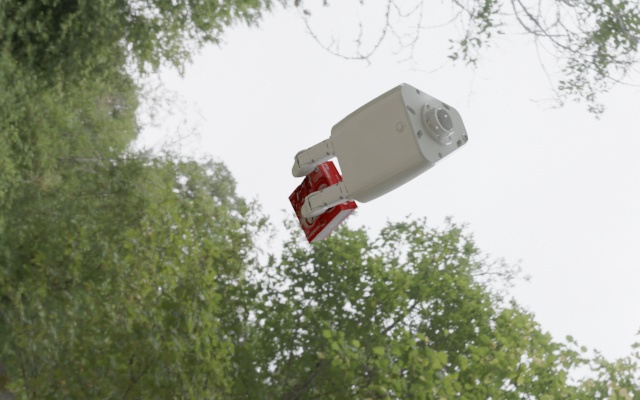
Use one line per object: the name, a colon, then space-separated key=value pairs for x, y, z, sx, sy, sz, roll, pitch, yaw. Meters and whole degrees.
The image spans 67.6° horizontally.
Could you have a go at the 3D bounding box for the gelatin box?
gelatin box: x=0.000 y=0.002 z=0.622 sx=0.030 sy=0.073 sz=0.089 roll=-9 pitch=-27 yaw=-39
